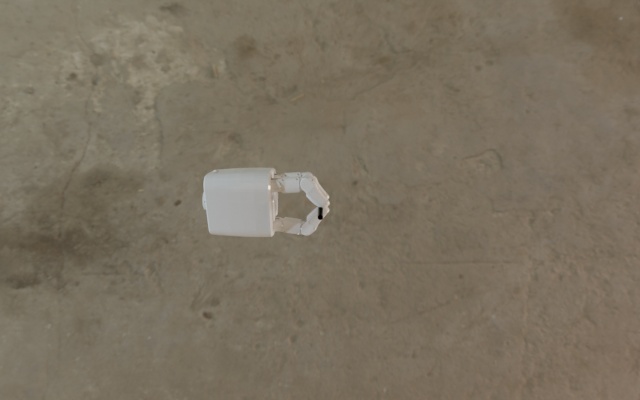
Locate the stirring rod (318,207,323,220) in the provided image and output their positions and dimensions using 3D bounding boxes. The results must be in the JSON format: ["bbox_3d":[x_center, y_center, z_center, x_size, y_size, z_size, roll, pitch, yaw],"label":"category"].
[{"bbox_3d":[0.000,0.003,0.820,0.011,0.011,0.239,0,11,0],"label":"stirring rod"}]
